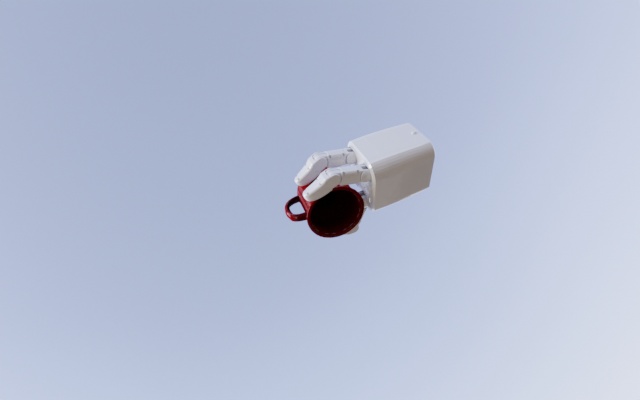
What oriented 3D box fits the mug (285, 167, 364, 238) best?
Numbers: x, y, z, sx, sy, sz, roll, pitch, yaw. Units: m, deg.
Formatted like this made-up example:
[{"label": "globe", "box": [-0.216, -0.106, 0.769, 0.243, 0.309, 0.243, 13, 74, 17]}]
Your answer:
[{"label": "mug", "box": [-0.001, 0.003, 0.755, 0.117, 0.093, 0.081, -19, 37, -10]}]
